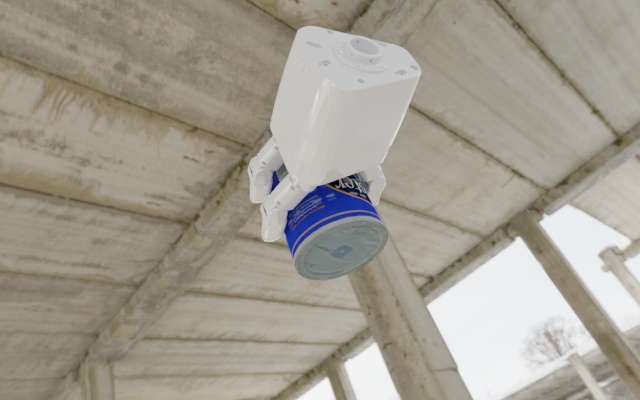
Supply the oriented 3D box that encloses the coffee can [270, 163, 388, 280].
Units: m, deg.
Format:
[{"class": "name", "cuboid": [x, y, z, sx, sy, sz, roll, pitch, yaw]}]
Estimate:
[{"class": "coffee can", "cuboid": [0.000, 0.002, 0.530, 0.103, 0.140, 0.103, -15, -36, -12]}]
